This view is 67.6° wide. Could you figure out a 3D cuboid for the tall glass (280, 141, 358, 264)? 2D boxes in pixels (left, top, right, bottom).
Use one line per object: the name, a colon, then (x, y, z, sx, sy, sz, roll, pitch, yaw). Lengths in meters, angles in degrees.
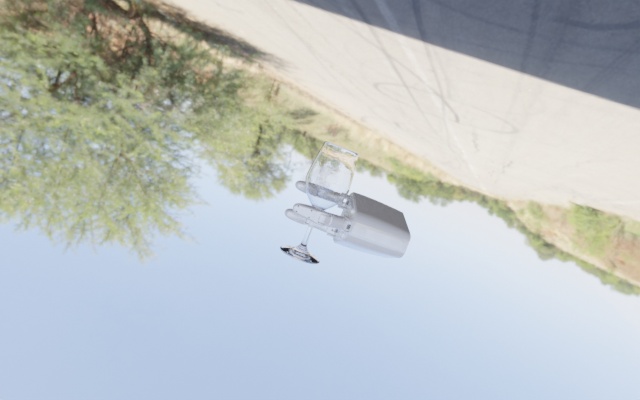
tall glass: (0.000, 0.003, 0.818, 0.079, 0.201, 0.079, 21, 7, -3)
